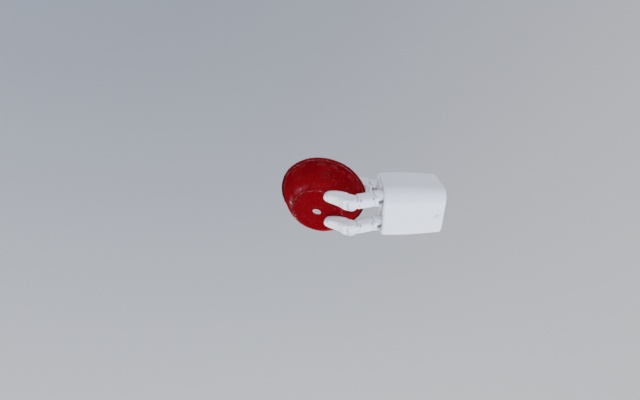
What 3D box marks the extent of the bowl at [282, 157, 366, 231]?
[{"bbox_3d":[-0.001,0.003,0.875,0.162,0.162,0.055,0,37,15],"label":"bowl"}]
